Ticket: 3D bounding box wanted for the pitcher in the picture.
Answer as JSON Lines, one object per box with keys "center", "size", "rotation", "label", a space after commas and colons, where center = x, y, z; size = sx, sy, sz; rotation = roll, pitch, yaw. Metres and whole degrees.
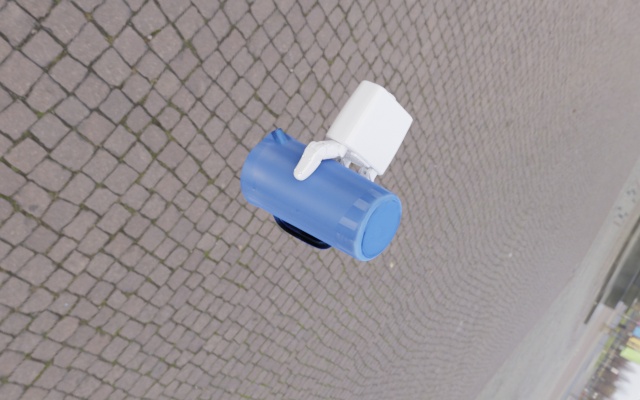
{"center": [0.000, 0.002, 0.748], "size": [0.242, 0.145, 0.149], "rotation": [29, -3, 34], "label": "pitcher"}
